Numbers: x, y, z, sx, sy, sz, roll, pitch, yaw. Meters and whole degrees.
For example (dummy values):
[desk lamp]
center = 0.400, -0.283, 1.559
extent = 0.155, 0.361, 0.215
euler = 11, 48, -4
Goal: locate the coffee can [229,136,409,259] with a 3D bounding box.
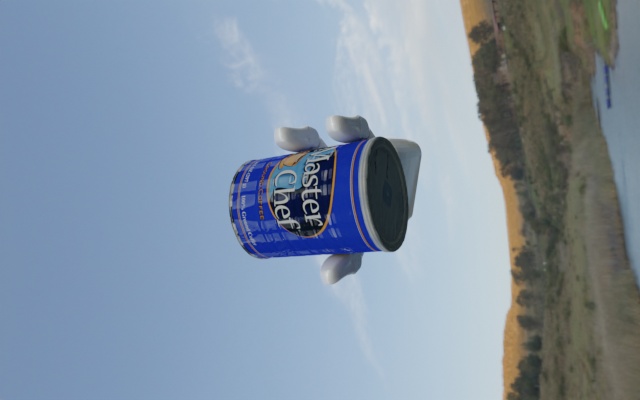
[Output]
[coffee can]
center = 0.000, 0.002, 0.453
extent = 0.140, 0.103, 0.103
euler = -7, -3, 28
